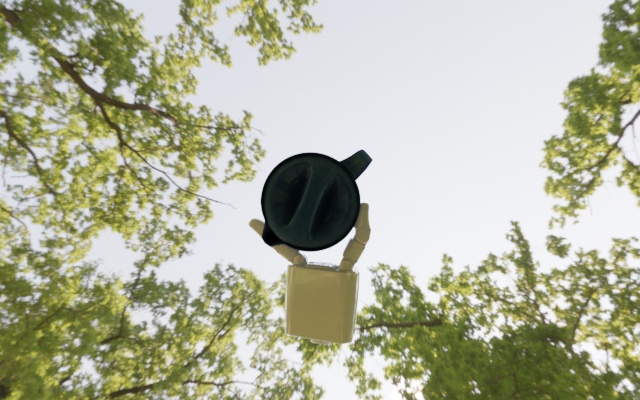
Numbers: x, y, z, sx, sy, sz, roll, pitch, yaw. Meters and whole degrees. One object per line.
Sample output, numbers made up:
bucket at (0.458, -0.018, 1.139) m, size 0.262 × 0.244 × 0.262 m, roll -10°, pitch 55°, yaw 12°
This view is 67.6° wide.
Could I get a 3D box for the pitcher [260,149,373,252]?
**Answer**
pitcher at (0.000, 0.003, 0.745) m, size 0.149 × 0.145 × 0.243 m, roll 2°, pitch -3°, yaw 3°
